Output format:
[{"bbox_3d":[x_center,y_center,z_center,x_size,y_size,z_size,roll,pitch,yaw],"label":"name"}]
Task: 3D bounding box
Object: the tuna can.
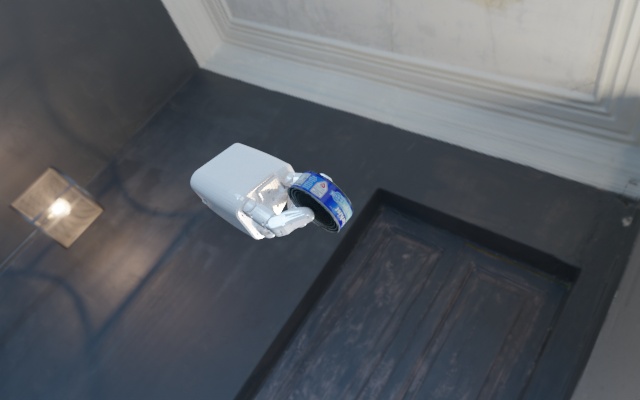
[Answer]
[{"bbox_3d":[0.001,0.002,0.618,0.086,0.033,0.086,36,-19,15],"label":"tuna can"}]
